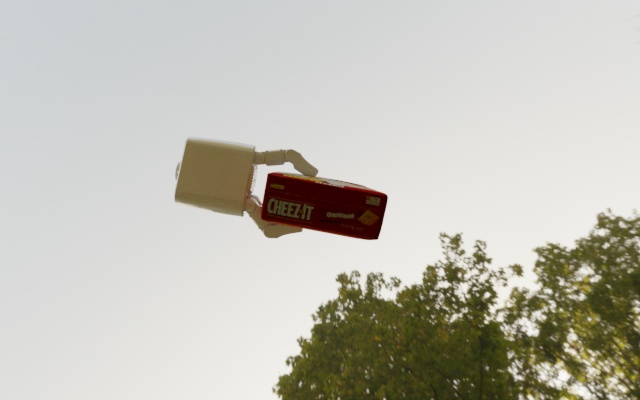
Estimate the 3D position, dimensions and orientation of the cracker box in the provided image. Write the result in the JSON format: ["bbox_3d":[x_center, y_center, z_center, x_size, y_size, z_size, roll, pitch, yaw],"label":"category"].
[{"bbox_3d":[0.000,0.002,0.732,0.164,0.072,0.213,10,4,-3],"label":"cracker box"}]
